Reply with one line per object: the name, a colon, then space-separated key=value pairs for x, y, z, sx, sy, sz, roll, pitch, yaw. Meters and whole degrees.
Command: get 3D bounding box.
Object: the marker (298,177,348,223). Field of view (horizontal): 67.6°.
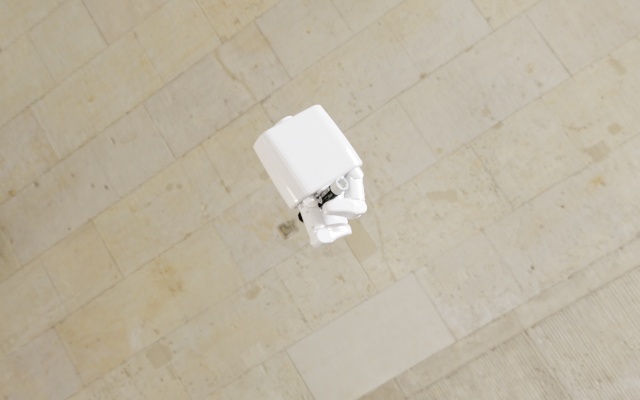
marker: x=0.000 y=0.002 z=0.650 sx=0.020 sy=0.020 sz=0.121 roll=0 pitch=-23 yaw=-29
